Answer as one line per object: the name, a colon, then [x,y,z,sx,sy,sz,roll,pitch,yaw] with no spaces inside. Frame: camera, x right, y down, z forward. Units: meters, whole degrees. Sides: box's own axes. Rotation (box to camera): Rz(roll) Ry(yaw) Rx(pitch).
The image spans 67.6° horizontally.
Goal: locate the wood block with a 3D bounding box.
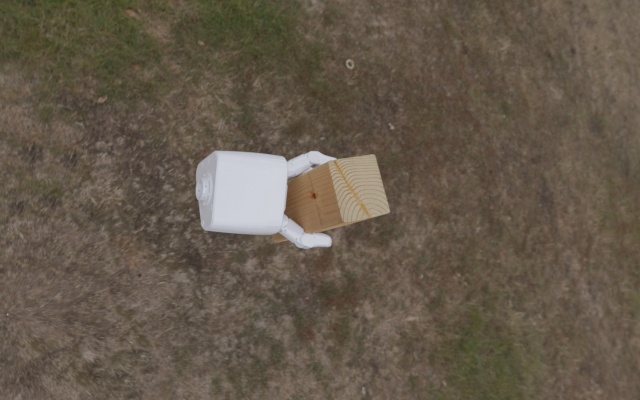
wood block: [0.000,0.003,0.753,0.090,0.091,0.206,-11,-5,-35]
